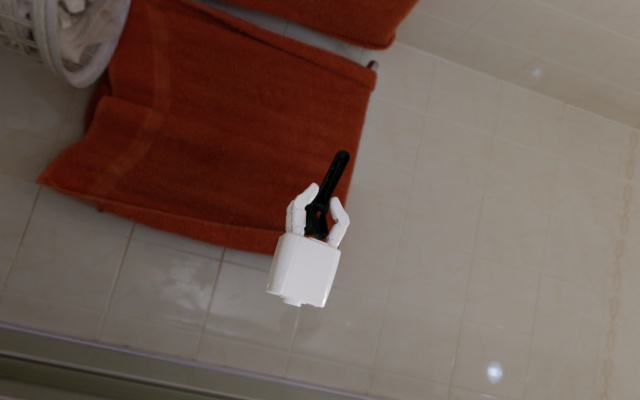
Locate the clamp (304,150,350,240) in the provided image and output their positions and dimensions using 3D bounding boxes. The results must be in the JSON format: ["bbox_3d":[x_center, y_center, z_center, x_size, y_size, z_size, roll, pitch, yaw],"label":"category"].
[{"bbox_3d":[0.001,0.003,0.883,0.036,0.164,0.210,21,-14,-9],"label":"clamp"}]
